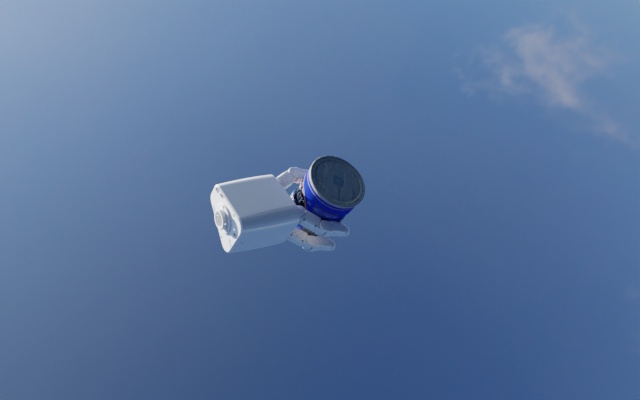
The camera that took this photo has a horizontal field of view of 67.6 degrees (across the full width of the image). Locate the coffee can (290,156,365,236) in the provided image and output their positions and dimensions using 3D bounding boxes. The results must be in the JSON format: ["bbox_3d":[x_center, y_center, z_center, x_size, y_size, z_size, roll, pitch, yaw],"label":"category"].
[{"bbox_3d":[0.000,0.003,0.845,0.103,0.102,0.140,0,-32,-30],"label":"coffee can"}]
